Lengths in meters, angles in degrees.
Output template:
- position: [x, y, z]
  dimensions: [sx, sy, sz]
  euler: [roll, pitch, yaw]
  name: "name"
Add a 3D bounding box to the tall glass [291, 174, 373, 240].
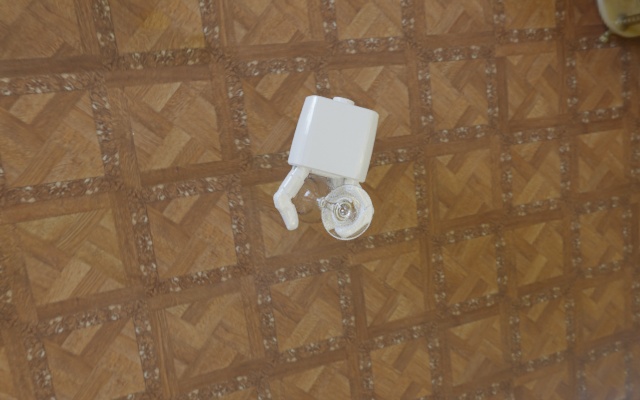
- position: [0.000, 0.003, 0.716]
  dimensions: [0.079, 0.079, 0.201]
  euler: [0, 7, -21]
  name: "tall glass"
